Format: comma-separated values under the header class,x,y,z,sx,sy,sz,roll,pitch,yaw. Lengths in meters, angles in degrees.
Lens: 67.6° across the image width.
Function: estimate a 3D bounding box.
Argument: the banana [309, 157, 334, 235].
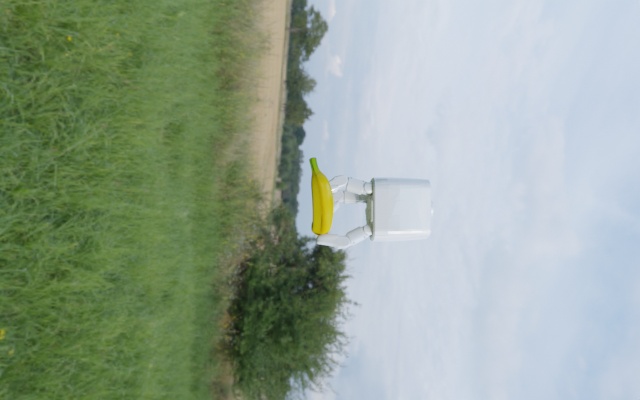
class,x,y,z,sx,sy,sz,roll,pitch,yaw
banana,0.002,0.015,0.833,0.037,0.069,0.198,-5,-39,-4
